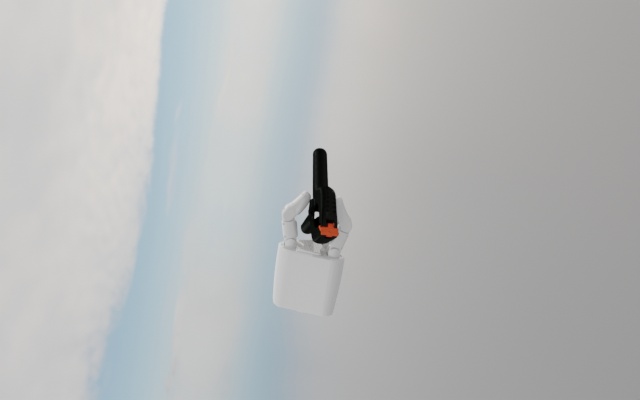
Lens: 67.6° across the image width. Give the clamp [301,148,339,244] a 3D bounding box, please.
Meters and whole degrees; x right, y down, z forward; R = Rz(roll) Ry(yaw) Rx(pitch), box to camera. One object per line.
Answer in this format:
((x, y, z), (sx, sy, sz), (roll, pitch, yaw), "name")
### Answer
((-0.001, 0.003, 0.795), (0.036, 0.164, 0.210), (6, 12, -10), "clamp")
